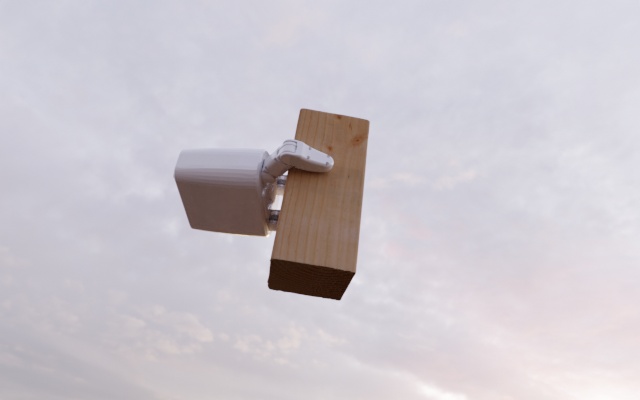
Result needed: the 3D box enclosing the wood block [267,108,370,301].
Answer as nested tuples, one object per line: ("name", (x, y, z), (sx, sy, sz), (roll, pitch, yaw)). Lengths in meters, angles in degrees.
("wood block", (0.000, 0.002, 0.572), (0.090, 0.206, 0.091), (10, -31, -3))
